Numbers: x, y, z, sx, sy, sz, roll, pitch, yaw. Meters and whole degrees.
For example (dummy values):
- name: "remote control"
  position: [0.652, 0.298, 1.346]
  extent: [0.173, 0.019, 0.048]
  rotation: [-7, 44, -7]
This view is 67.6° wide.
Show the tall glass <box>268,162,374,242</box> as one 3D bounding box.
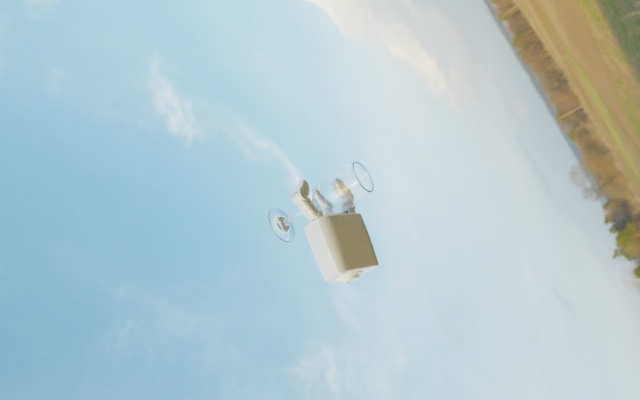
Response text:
- name: "tall glass"
  position: [0.000, 0.003, 0.888]
  extent: [0.201, 0.079, 0.079]
  rotation: [-31, -16, 27]
